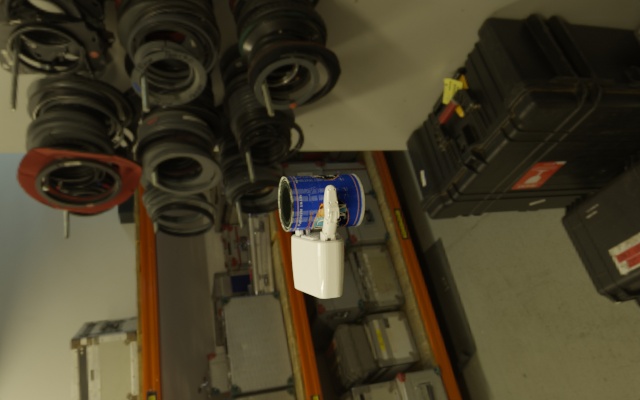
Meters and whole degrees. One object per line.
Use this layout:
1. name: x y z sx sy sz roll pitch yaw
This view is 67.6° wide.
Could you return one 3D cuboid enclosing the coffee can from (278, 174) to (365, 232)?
1. coffee can: 0.000 0.003 0.900 0.140 0.103 0.103 -3 1 -18
